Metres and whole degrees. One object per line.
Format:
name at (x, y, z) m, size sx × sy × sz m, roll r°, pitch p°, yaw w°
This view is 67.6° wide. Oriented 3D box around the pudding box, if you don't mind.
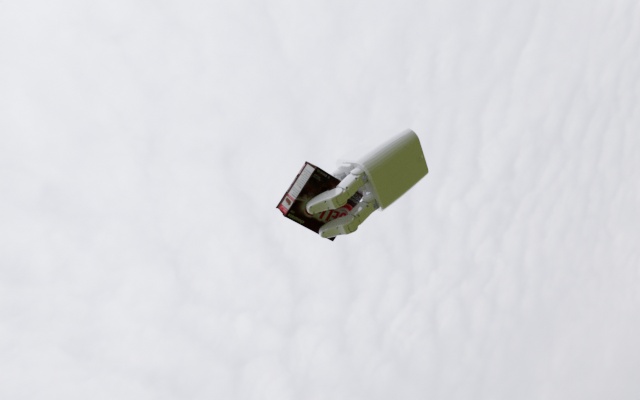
pudding box at (0.000, 0.002, 0.739) m, size 0.113 × 0.090 × 0.039 m, roll 30°, pitch 5°, yaw -37°
